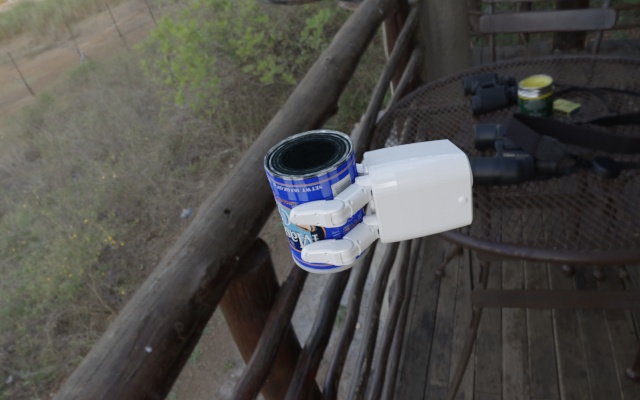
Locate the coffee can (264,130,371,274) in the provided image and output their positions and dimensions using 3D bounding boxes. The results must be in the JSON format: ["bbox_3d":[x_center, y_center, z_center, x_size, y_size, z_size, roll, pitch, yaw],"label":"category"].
[{"bbox_3d":[0.000,0.002,0.570,0.103,0.140,0.102,-10,35,7],"label":"coffee can"}]
